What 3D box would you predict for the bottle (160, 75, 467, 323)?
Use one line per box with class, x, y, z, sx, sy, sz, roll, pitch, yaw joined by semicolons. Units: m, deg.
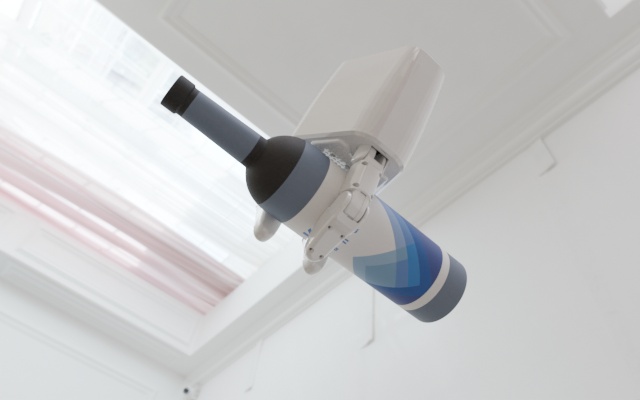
bottle;0.000;0.002;0.401;0.296;0.069;0.069;37;-14;-19
